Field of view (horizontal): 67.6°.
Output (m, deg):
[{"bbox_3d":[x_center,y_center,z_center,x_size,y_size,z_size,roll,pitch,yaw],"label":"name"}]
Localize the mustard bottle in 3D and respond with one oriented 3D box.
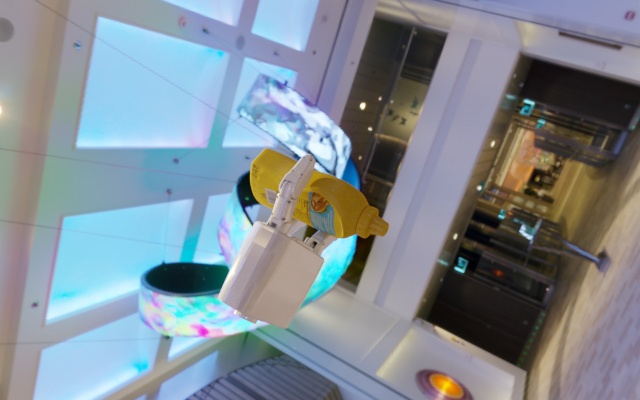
[{"bbox_3d":[0.000,0.002,0.628,0.191,0.058,0.096,24,-35,22],"label":"mustard bottle"}]
